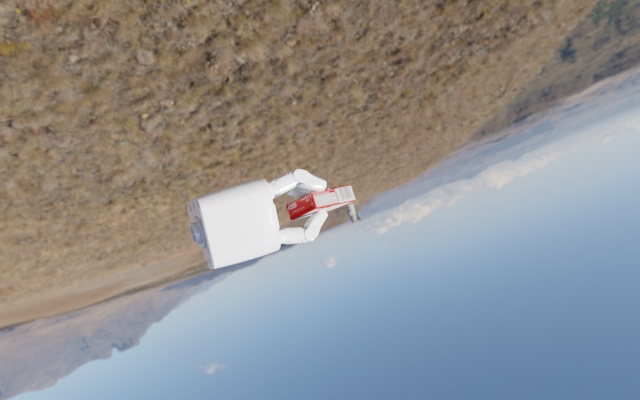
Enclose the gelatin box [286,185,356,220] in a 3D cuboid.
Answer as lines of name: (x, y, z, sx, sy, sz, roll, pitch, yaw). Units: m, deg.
gelatin box: (0.001, 0.003, 0.781, 0.089, 0.030, 0.073, -12, -8, -39)
